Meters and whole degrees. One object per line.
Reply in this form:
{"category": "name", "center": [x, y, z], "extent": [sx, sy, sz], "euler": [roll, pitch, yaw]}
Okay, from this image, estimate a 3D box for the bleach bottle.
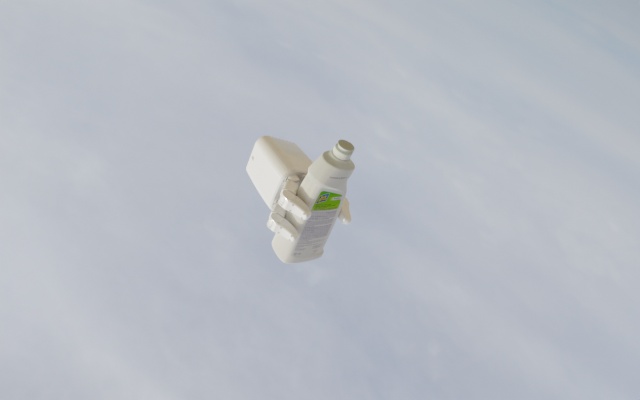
{"category": "bleach bottle", "center": [0.000, 0.003, 0.826], "extent": [0.102, 0.251, 0.068], "euler": [-7, 48, -39]}
